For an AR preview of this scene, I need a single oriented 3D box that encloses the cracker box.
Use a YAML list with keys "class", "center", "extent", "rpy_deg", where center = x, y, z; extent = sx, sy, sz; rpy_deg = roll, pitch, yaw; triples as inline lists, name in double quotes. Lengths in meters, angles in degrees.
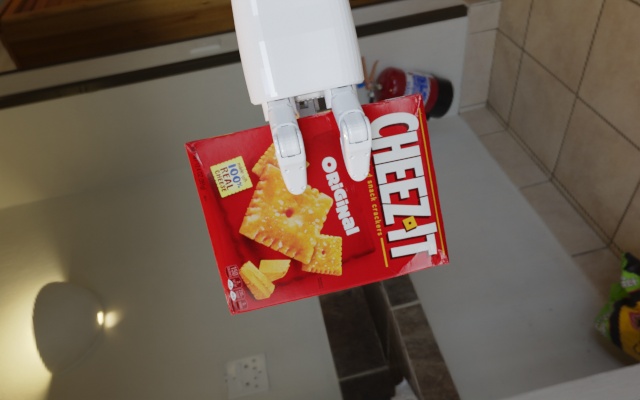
- class: "cracker box"
  center: [0.000, 0.001, 0.452]
  extent: [0.213, 0.164, 0.072]
  rpy_deg: [-13, 10, -4]
